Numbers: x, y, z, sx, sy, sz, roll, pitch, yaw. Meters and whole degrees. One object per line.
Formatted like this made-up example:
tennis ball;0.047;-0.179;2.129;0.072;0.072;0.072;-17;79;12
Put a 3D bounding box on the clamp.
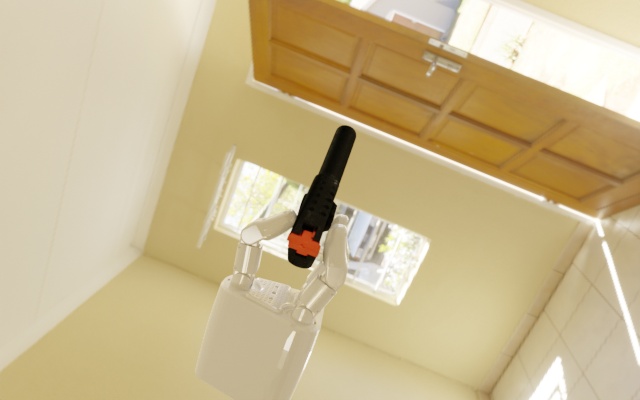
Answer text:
clamp;-0.001;0.002;0.487;0.036;0.164;0.210;18;9;2
